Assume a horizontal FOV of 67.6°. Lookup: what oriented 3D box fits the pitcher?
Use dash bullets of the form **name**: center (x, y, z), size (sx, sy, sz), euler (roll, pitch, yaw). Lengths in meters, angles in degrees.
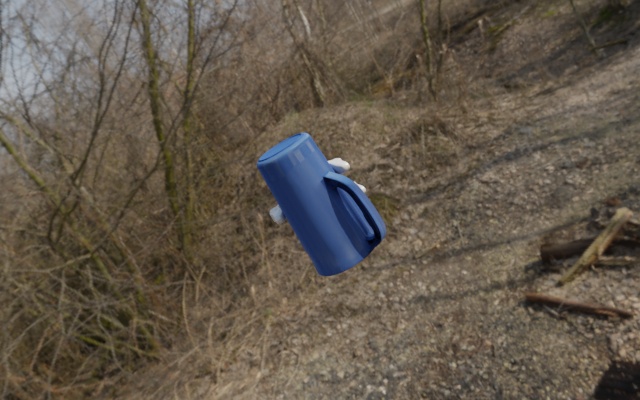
- **pitcher**: center (0.000, 0.003, 0.853), size (0.149, 0.243, 0.145), euler (-32, 16, 1)
